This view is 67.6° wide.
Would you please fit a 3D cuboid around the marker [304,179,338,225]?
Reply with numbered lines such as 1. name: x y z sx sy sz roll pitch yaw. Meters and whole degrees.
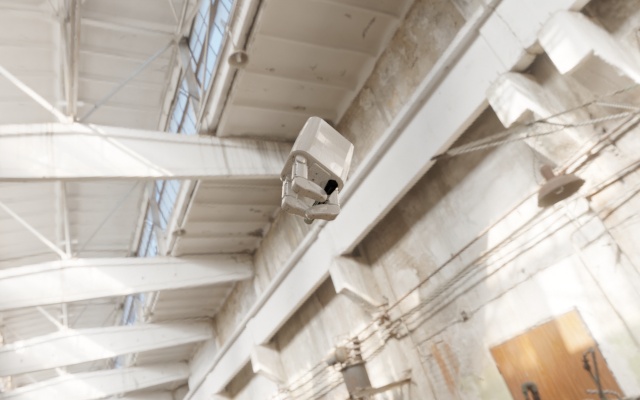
1. marker: 0.000 0.003 0.823 0.020 0.020 0.121 0 -34 -27
